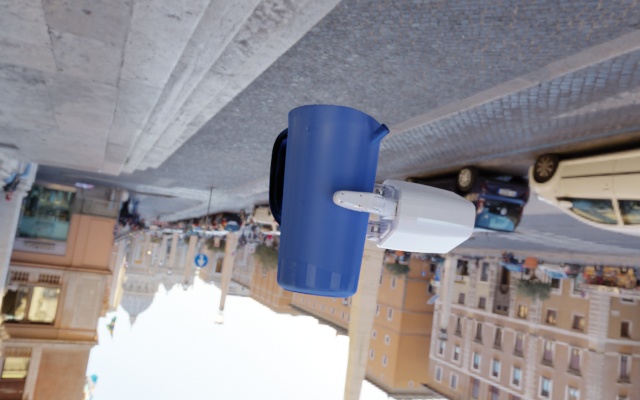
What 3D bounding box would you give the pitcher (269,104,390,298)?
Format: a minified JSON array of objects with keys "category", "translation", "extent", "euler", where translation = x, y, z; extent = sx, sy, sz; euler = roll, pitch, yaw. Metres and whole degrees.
[{"category":"pitcher","translation":[0.000,0.002,0.651],"extent":[0.145,0.243,0.149],"euler":[8,-6,-9]}]
